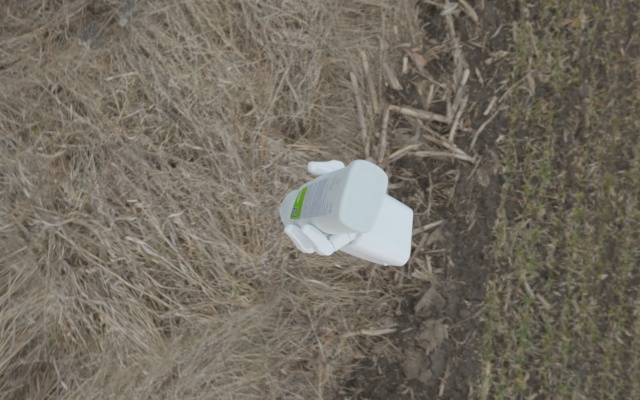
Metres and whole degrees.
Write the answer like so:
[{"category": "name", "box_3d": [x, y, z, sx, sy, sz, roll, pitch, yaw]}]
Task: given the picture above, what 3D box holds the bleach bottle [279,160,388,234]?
[{"category": "bleach bottle", "box_3d": [0.000, 0.003, 0.759, 0.068, 0.102, 0.251, 24, -14, -25]}]
